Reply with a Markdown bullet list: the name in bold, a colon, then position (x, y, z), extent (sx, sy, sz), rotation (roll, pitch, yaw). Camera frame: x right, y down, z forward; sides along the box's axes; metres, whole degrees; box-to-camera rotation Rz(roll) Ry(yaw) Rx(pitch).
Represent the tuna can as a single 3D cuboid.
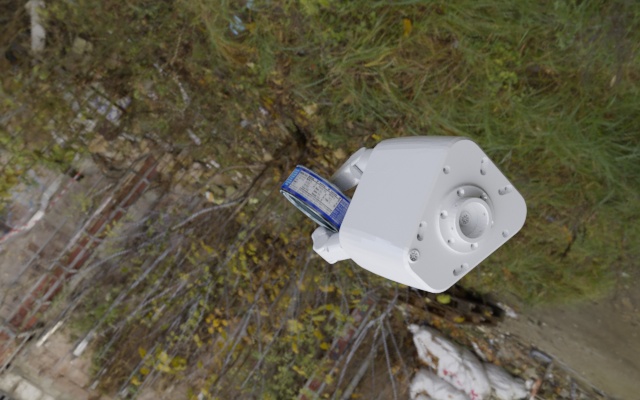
- **tuna can**: position (0.000, 0.002, 0.499), extent (0.086, 0.033, 0.086), rotation (37, -7, 5)
